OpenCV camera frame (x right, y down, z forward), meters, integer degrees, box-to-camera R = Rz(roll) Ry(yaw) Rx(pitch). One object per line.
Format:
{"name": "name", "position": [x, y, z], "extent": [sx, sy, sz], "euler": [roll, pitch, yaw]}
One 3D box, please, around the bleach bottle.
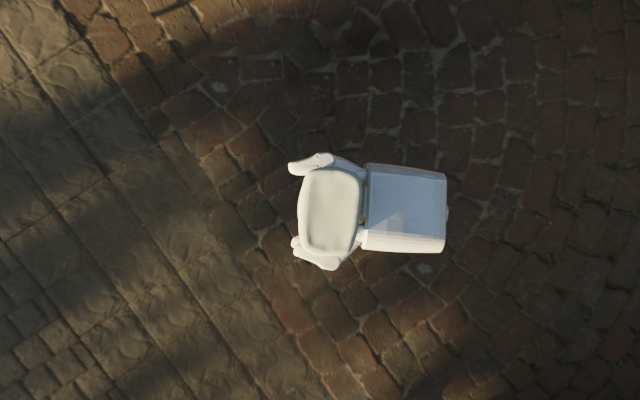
{"name": "bleach bottle", "position": [0.000, 0.002, 0.643], "extent": [0.068, 0.102, 0.251], "euler": [6, 6, -6]}
